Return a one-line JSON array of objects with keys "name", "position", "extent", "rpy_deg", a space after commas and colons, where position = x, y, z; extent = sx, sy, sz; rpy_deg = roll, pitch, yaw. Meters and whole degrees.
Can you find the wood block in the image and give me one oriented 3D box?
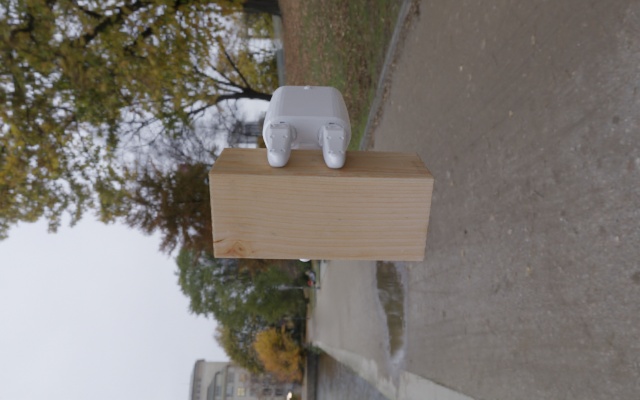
[{"name": "wood block", "position": [0.000, 0.002, 0.490], "extent": [0.206, 0.091, 0.090], "rpy_deg": [1, 22, -2]}]
